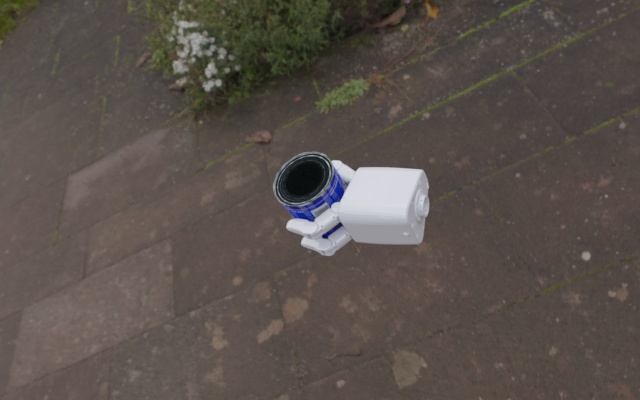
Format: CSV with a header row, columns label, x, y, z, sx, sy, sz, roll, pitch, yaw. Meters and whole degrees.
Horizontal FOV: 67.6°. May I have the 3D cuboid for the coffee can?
label,x,y,z,sx,sy,sz,roll,pitch,yaw
coffee can,0.000,0.003,0.782,0.103,0.102,0.140,0,-32,27
